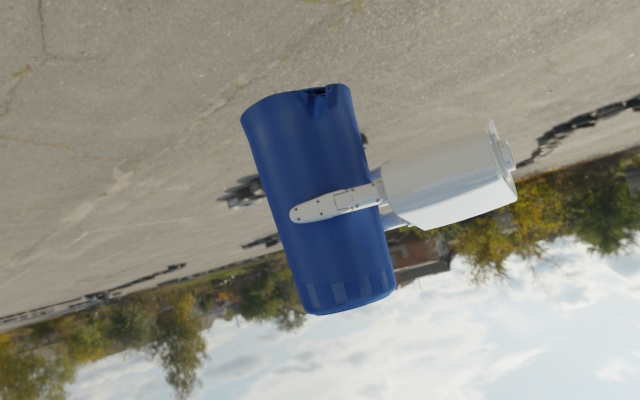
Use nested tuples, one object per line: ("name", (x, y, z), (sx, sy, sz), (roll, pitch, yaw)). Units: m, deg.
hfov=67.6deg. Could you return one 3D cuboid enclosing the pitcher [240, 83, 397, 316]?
("pitcher", (0.000, 0.002, 0.556), (0.145, 0.243, 0.149), (-19, -7, 25))
